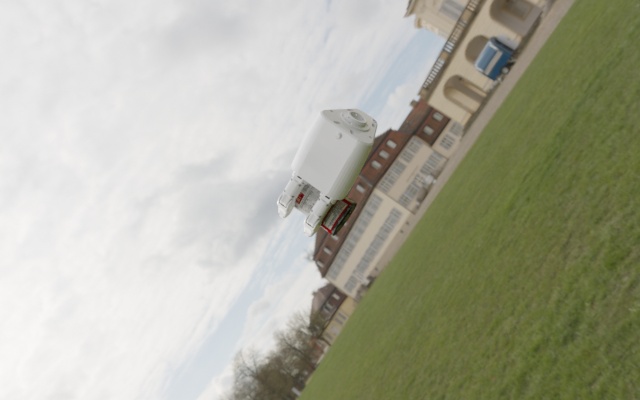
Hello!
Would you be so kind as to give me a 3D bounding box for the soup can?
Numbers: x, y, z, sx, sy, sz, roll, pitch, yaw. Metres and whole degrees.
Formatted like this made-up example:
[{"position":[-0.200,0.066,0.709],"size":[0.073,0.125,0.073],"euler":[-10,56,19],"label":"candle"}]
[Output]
[{"position":[0.000,0.003,0.799],"size":[0.102,0.068,0.068],"euler":[36,7,10],"label":"soup can"}]
